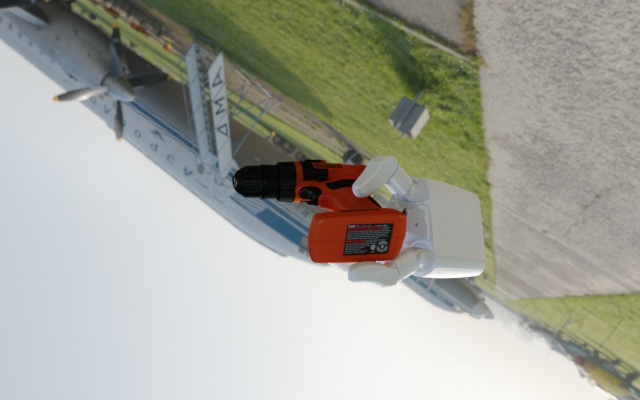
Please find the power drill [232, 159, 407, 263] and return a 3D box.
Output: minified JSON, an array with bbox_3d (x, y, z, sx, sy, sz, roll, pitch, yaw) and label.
[{"bbox_3d":[0.000,0.002,0.545,0.184,0.057,0.187,-2,25,-16],"label":"power drill"}]
